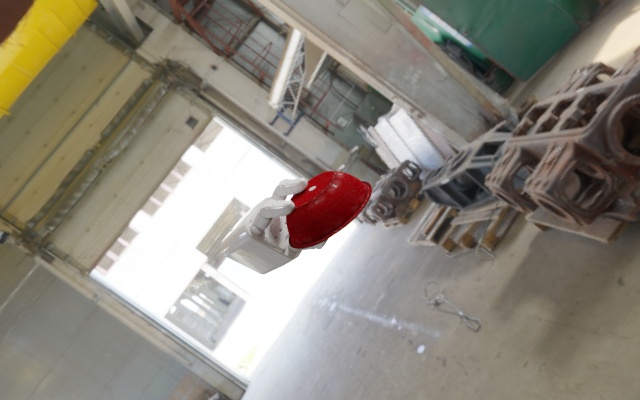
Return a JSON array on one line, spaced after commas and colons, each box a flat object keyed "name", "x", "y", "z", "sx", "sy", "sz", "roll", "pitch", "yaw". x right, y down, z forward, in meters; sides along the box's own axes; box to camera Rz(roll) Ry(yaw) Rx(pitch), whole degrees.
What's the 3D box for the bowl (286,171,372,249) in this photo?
[{"name": "bowl", "x": 0.001, "y": 0.002, "z": 0.757, "sx": 0.162, "sy": 0.055, "sz": 0.162, "roll": -32, "pitch": 20, "yaw": 13}]
